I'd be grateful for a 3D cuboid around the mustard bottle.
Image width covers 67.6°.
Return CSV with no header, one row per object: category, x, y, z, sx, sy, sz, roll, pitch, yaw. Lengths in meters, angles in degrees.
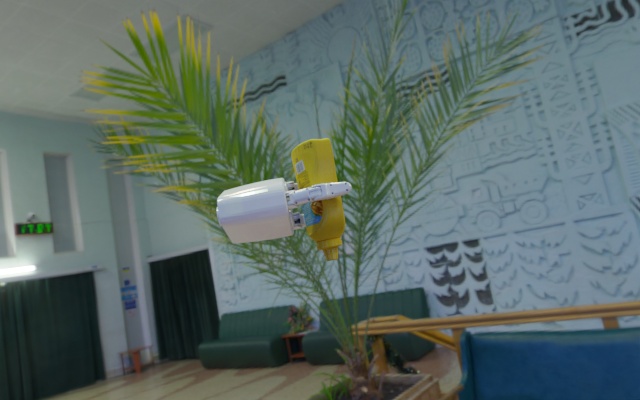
mustard bottle,0.000,0.002,0.775,0.058,0.191,0.096,-7,-8,-27
